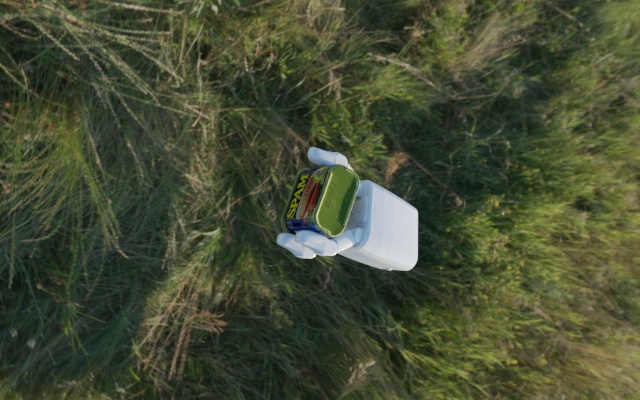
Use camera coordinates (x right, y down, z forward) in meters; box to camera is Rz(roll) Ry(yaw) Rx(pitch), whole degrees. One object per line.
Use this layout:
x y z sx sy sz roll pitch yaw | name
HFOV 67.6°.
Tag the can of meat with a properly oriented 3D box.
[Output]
0.000 0.002 0.661 0.057 0.102 0.084 29 -19 -29 | can of meat
